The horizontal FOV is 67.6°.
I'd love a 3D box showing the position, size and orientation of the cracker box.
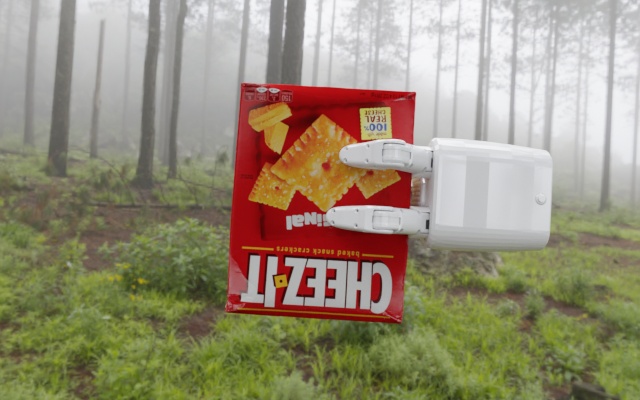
[{"bbox_3d":[0.000,0.001,0.457,0.164,0.213,0.072,4,-2,-1],"label":"cracker box"}]
